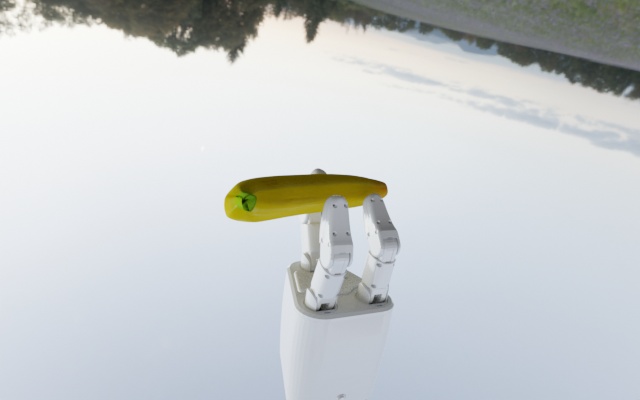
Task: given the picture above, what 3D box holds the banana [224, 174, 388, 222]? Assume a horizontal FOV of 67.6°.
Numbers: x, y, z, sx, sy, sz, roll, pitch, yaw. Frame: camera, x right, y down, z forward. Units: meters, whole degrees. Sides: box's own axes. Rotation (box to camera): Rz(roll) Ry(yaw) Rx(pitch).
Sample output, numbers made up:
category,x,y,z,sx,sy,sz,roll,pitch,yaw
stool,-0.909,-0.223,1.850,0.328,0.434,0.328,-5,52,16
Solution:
category,x,y,z,sx,sy,sz,roll,pitch,yaw
banana,-0.017,-0.002,0.424,0.069,0.037,0.198,14,14,36
